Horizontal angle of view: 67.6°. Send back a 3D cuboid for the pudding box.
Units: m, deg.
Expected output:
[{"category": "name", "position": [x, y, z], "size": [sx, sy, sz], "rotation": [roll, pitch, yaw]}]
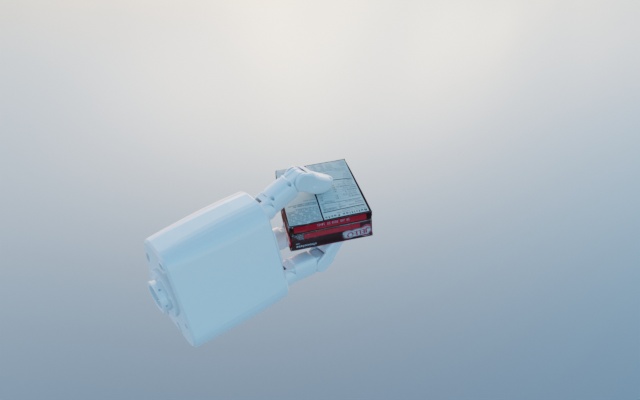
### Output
[{"category": "pudding box", "position": [0.000, 0.002, 0.532], "size": [0.090, 0.039, 0.113], "rotation": [-10, 39, -8]}]
